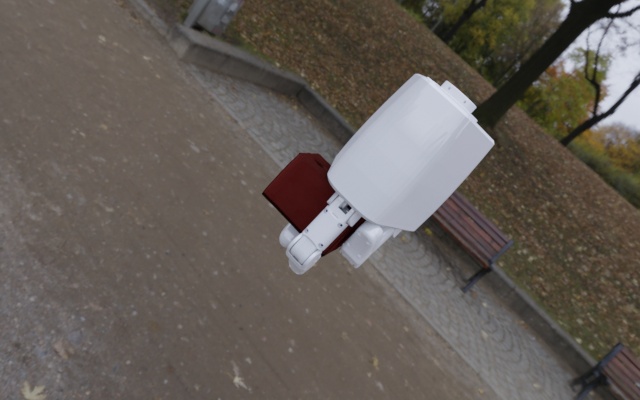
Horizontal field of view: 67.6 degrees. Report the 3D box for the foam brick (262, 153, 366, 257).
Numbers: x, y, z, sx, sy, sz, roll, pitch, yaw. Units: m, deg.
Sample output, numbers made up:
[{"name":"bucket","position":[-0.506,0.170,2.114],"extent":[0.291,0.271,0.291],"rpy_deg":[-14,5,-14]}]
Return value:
[{"name":"foam brick","position":[0.000,0.001,0.420],"extent":[0.078,0.051,0.053],"rpy_deg":[45,18,11]}]
